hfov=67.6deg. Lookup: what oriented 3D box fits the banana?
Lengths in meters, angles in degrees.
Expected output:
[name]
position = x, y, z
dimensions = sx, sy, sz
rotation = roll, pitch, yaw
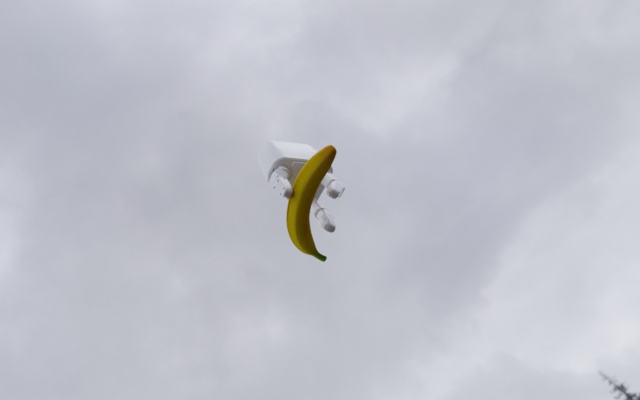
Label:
[banana]
position = -0.018, 0.006, 0.748
dimensions = 0.069, 0.198, 0.037
rotation = -2, 25, -15
